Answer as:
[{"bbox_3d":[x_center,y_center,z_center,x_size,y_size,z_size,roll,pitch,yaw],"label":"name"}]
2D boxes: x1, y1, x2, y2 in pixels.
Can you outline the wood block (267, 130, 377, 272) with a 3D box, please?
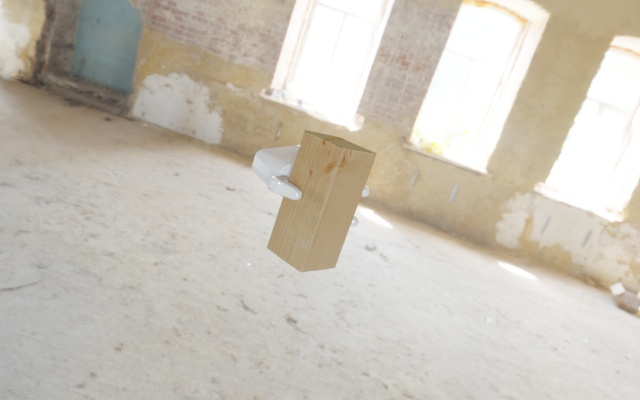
[{"bbox_3d":[0.000,0.002,0.775,0.090,0.206,0.091,30,18,38],"label":"wood block"}]
